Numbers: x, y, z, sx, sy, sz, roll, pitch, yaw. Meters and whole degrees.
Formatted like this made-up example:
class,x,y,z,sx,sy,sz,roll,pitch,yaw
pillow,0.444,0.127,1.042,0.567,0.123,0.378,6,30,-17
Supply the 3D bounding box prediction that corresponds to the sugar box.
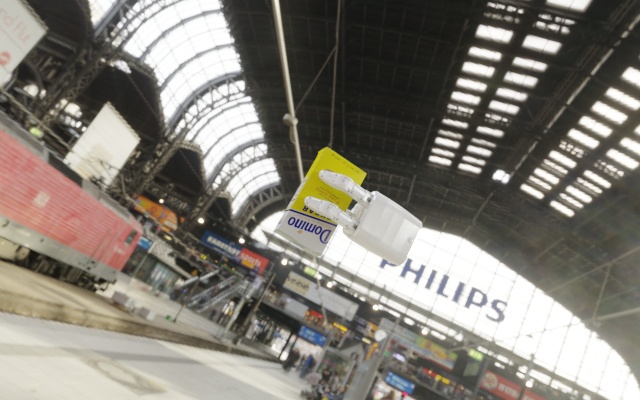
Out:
class,x,y,z,sx,sy,sz,roll,pitch,yaw
sugar box,0.000,0.003,0.857,0.093,0.176,0.048,32,-17,-12
